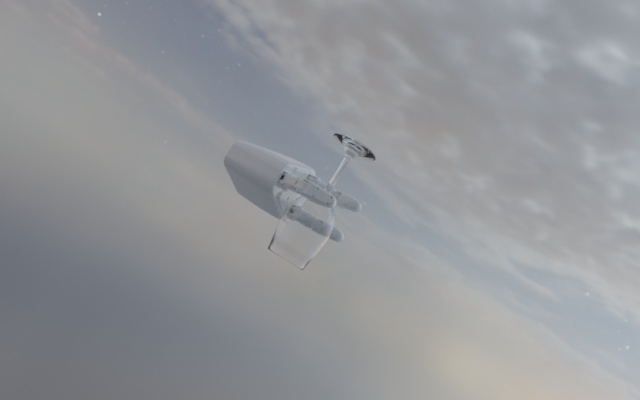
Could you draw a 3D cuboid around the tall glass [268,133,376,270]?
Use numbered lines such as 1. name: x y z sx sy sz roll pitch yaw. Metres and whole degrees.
1. tall glass: 0.001 0.002 0.712 0.079 0.201 0.079 31 -8 5
